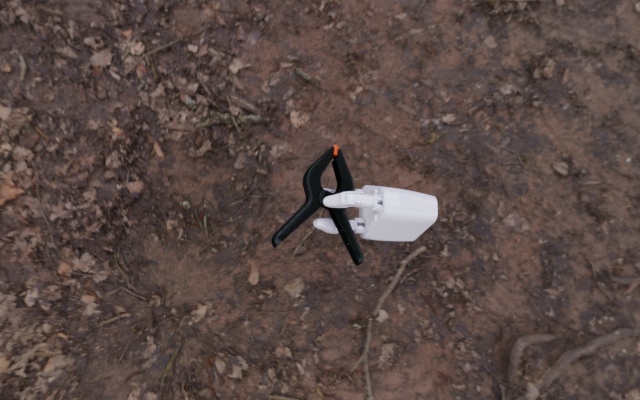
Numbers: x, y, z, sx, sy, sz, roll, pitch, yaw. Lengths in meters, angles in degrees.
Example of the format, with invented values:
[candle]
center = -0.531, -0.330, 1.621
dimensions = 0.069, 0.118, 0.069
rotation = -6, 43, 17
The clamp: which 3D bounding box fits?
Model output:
[clamp]
center = 0.001, 0.002, 0.830
dimensions = 0.164, 0.210, 0.036
rotation = 7, -15, -20
